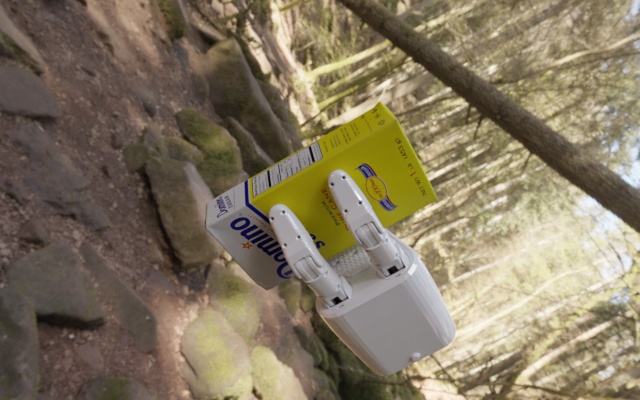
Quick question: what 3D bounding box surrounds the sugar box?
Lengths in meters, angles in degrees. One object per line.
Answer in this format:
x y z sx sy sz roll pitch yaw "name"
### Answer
0.000 0.002 0.409 0.176 0.093 0.048 -31 33 7 "sugar box"
